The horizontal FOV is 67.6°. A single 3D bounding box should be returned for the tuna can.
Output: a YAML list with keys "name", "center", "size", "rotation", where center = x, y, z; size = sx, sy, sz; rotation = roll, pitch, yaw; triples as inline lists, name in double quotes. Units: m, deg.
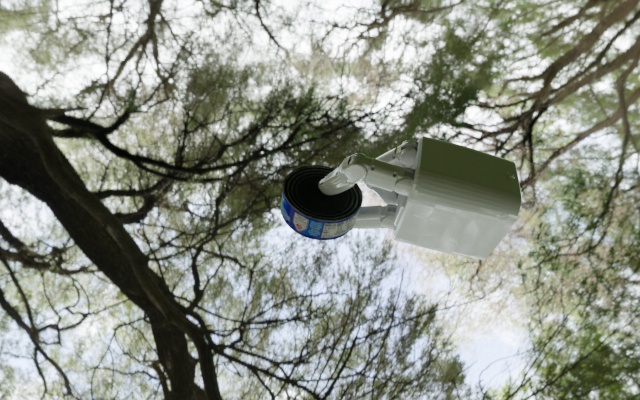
- name: "tuna can"
  center: [0.000, 0.002, 0.515]
  size: [0.086, 0.034, 0.086]
  rotation: [8, 43, -7]
